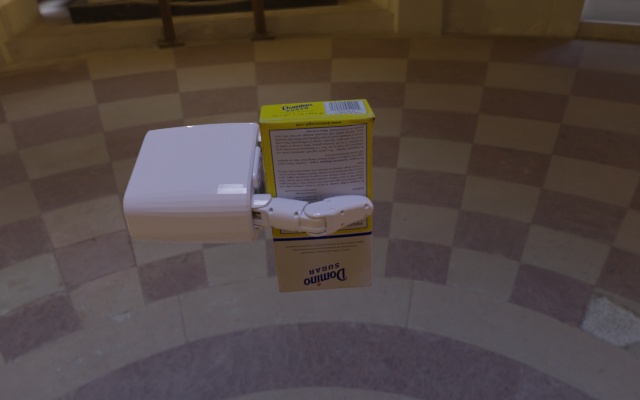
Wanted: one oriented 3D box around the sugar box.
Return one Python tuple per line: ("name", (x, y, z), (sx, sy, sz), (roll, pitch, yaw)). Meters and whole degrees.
("sugar box", (0.000, 0.001, 0.433), (0.093, 0.176, 0.048), (-3, 33, -2))
